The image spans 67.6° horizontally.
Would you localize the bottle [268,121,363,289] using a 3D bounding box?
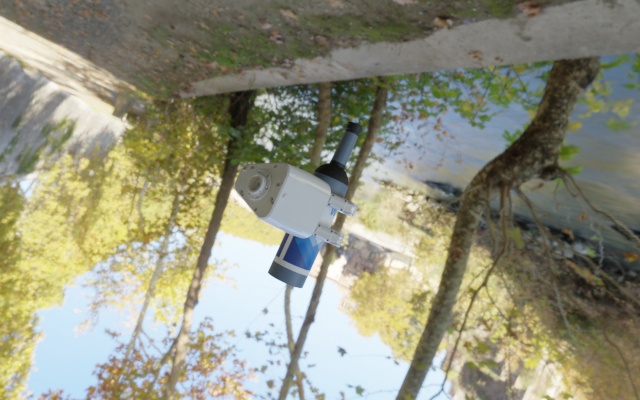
[{"bbox_3d":[0.000,0.003,0.822,0.069,0.295,0.069,24,-2,1],"label":"bottle"}]
